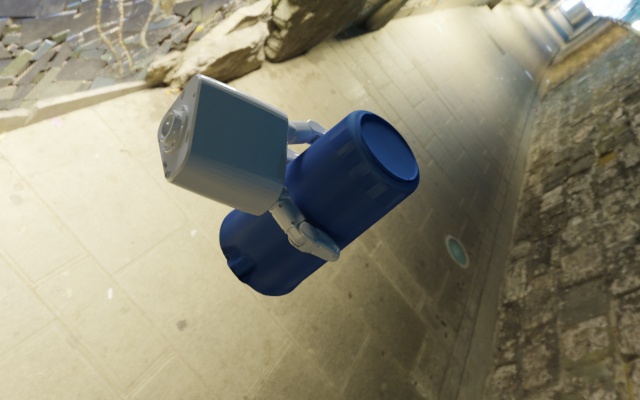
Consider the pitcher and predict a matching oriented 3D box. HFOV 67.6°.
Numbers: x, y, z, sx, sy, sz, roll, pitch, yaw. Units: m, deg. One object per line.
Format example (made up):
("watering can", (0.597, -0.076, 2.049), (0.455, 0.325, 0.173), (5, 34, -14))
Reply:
("pitcher", (0.000, 0.002, 0.578), (0.145, 0.149, 0.243), (22, -47, -35))
